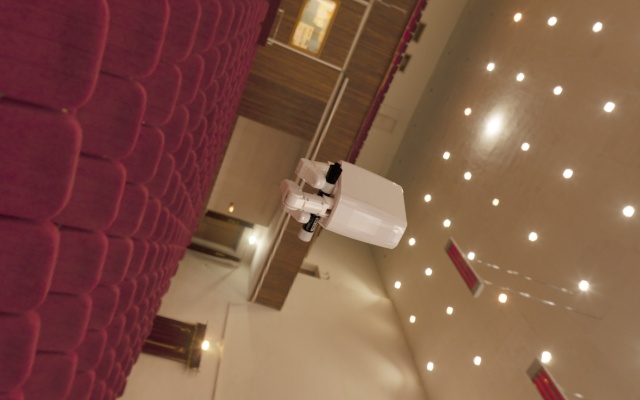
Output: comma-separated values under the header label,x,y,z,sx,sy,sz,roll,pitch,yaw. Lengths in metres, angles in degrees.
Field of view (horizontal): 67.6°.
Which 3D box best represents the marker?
label,x,y,z,sx,sy,sz,roll,pitch,yaw
marker,0.000,0.002,0.657,0.020,0.121,0.020,22,21,-9
